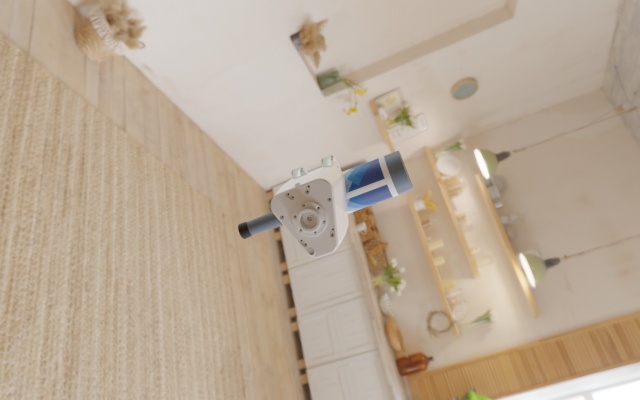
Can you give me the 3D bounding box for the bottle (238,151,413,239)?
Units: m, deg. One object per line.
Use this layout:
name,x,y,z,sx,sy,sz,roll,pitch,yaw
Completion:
bottle,0.000,0.002,0.782,0.296,0.069,0.069,-21,-5,13
